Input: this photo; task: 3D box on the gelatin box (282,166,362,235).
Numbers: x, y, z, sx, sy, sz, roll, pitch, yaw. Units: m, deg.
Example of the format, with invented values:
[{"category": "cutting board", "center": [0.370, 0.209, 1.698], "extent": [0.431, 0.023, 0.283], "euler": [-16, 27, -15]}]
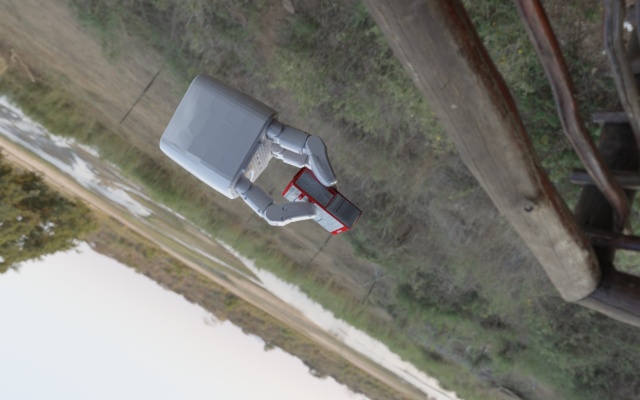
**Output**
[{"category": "gelatin box", "center": [0.000, 0.002, 0.581], "extent": [0.089, 0.030, 0.073], "euler": [39, -16, -4]}]
